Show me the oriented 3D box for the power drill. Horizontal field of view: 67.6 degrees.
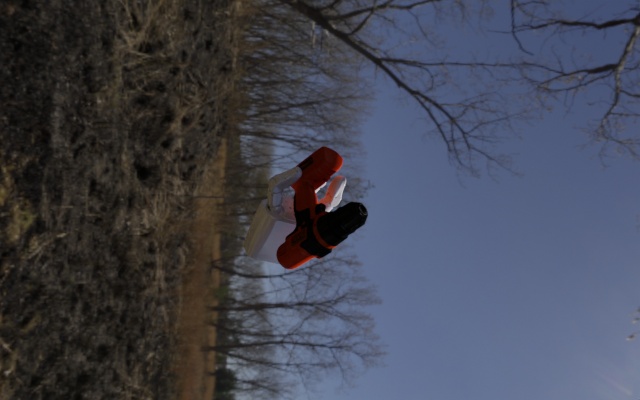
[{"bbox_3d":[0.000,0.002,0.779,0.057,0.187,0.184,33,-50,-31],"label":"power drill"}]
